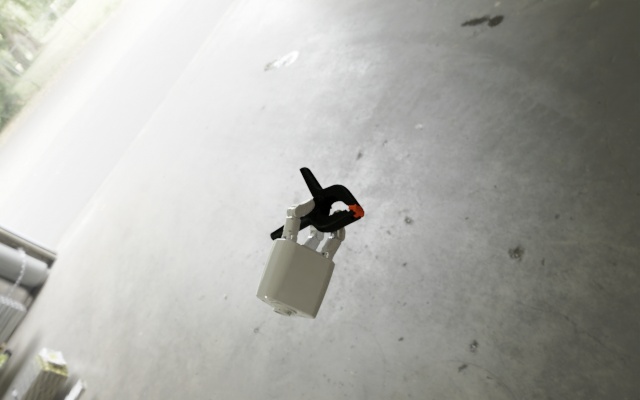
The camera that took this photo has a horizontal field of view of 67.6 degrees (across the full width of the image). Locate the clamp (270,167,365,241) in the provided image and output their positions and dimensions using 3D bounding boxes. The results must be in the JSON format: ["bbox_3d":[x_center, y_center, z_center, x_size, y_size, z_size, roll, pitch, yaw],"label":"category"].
[{"bbox_3d":[0.000,0.003,0.894,0.210,0.164,0.036,-4,-29,45],"label":"clamp"}]
